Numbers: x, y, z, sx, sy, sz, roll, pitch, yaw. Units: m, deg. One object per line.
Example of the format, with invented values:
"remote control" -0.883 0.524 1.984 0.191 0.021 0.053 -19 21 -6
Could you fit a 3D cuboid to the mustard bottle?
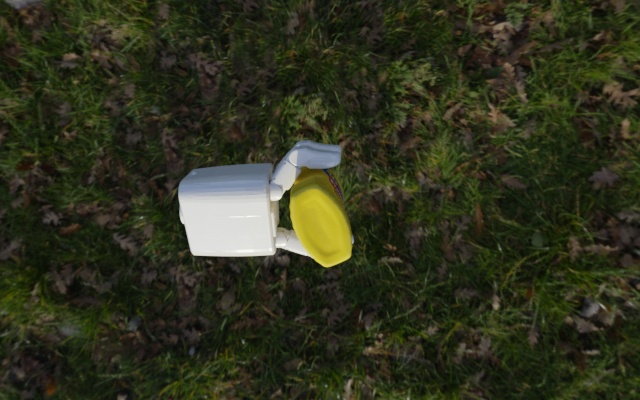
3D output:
"mustard bottle" 0.000 0.002 0.592 0.058 0.096 0.191 -25 15 7
